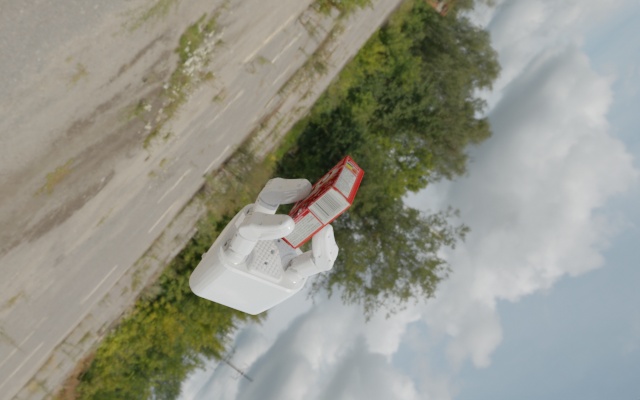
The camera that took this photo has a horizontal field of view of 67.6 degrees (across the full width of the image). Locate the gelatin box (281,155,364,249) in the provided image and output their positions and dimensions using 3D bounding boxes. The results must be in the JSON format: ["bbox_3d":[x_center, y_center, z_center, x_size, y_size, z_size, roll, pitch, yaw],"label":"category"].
[{"bbox_3d":[0.001,0.002,0.501,0.089,0.030,0.073,-40,12,32],"label":"gelatin box"}]
